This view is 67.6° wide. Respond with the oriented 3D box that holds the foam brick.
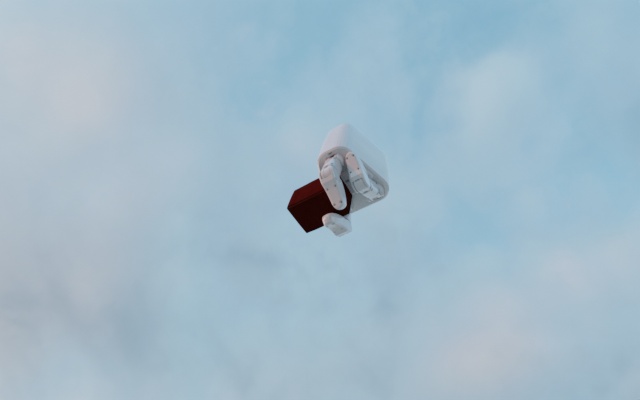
[{"bbox_3d":[0.000,0.002,0.702,0.078,0.053,0.051,-25,24,21],"label":"foam brick"}]
